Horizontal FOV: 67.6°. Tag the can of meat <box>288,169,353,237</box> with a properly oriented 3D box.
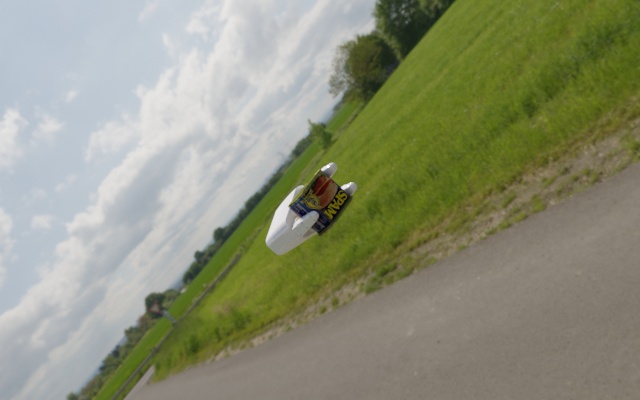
[{"bbox_3d":[0.000,0.003,0.892,0.102,0.084,0.057,-53,8,-37],"label":"can of meat"}]
